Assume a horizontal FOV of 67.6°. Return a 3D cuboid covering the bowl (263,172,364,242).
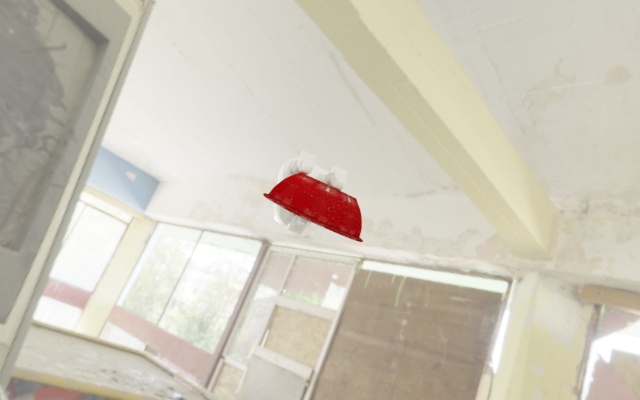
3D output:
[{"bbox_3d":[0.001,0.002,0.695,0.162,0.055,0.162,26,2,-1],"label":"bowl"}]
